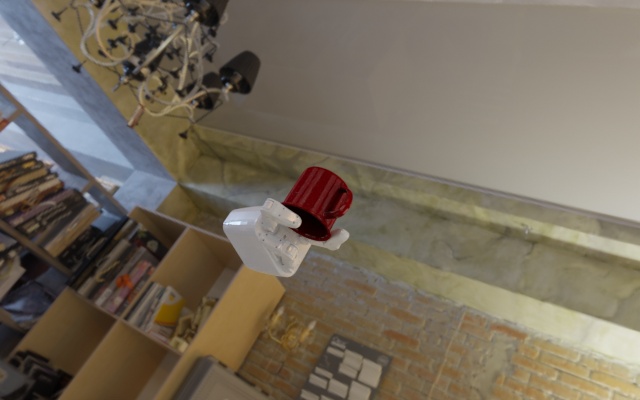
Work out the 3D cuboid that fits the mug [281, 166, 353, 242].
[{"bbox_3d":[0.001,0.002,0.717,0.117,0.081,0.093,-3,-42,47],"label":"mug"}]
